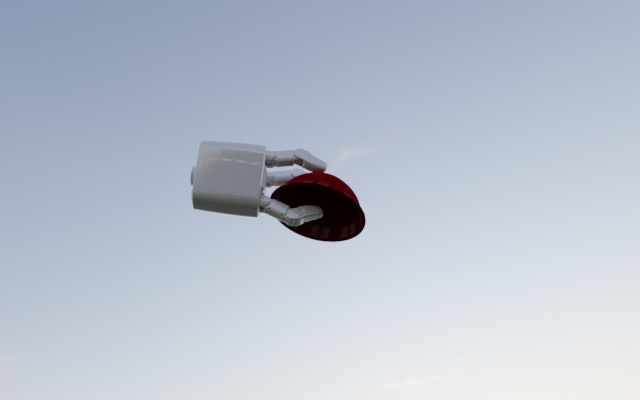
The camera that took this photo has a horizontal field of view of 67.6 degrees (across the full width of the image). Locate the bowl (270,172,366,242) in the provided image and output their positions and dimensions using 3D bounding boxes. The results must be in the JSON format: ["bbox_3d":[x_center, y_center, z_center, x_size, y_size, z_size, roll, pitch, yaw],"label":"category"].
[{"bbox_3d":[0.001,0.003,0.793,0.162,0.055,0.162,11,-36,8],"label":"bowl"}]
